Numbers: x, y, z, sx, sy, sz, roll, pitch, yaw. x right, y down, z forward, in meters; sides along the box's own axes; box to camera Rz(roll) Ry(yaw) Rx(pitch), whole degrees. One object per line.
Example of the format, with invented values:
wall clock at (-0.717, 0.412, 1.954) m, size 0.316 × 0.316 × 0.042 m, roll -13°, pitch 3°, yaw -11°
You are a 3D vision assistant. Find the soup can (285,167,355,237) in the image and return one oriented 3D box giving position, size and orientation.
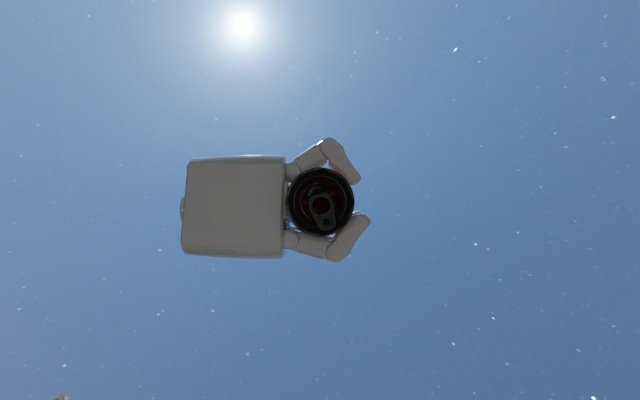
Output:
soup can at (0.001, 0.002, 0.516) m, size 0.068 × 0.068 × 0.102 m, roll 0°, pitch 0°, yaw 1°
